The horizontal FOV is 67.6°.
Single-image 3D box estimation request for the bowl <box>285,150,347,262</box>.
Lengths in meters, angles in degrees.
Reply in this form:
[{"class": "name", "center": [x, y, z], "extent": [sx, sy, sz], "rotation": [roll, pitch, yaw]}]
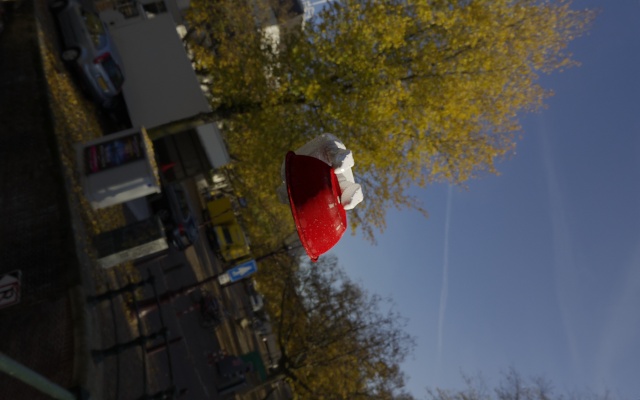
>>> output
[{"class": "bowl", "center": [0.001, 0.003, 0.672], "extent": [0.055, 0.162, 0.162], "rotation": [-13, -2, 9]}]
